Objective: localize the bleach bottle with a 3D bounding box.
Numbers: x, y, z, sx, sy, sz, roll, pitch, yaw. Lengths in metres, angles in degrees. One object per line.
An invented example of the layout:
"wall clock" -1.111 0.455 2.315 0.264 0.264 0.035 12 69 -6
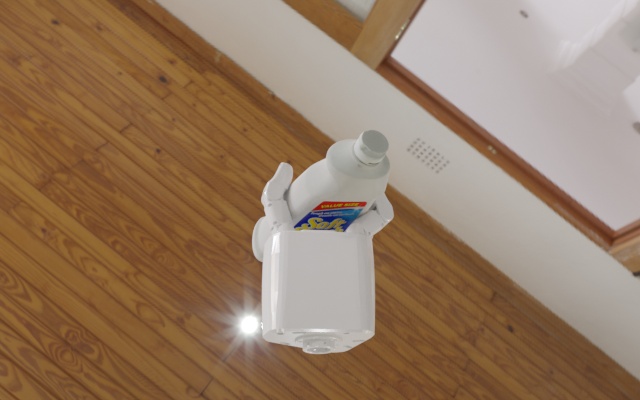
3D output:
"bleach bottle" 0.000 0.002 0.553 0.102 0.068 0.251 10 -32 -18
